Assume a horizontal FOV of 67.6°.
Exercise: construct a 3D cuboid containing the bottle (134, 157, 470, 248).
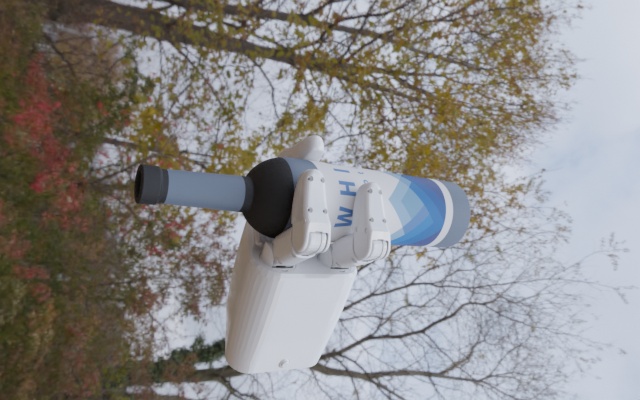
[{"bbox_3d":[0.000,0.001,0.403,0.296,0.069,0.069,6,-3,-31],"label":"bottle"}]
